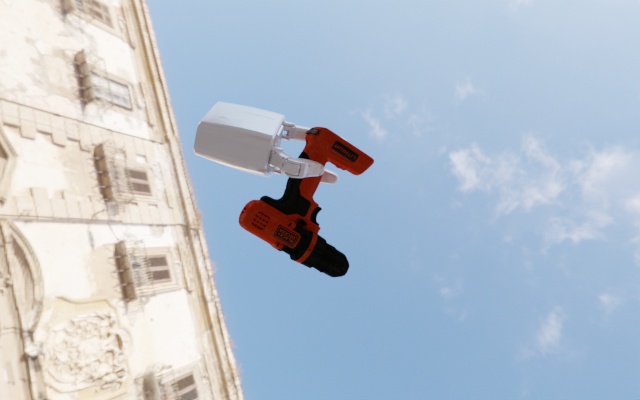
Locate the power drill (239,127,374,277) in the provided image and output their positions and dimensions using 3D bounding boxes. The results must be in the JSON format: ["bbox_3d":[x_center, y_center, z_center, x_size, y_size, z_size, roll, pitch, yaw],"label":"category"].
[{"bbox_3d":[0.000,0.002,0.699,0.184,0.187,0.057,32,-6,-21],"label":"power drill"}]
